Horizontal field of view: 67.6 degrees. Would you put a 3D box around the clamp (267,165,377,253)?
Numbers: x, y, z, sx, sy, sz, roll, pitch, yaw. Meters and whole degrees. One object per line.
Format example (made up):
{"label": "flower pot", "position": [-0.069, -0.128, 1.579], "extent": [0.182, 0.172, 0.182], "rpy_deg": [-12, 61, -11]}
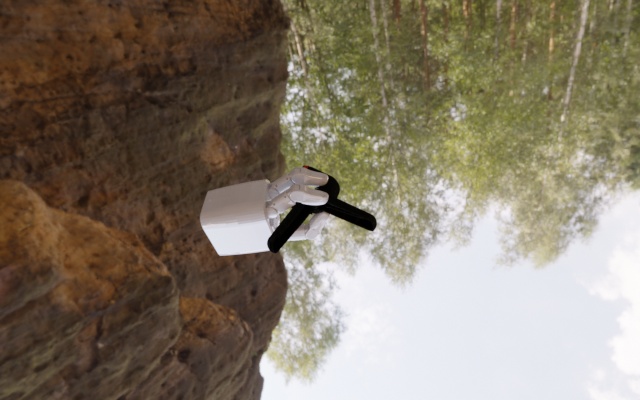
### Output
{"label": "clamp", "position": [0.000, 0.003, 0.774], "extent": [0.164, 0.036, 0.209], "rpy_deg": [-8, 34, 4]}
